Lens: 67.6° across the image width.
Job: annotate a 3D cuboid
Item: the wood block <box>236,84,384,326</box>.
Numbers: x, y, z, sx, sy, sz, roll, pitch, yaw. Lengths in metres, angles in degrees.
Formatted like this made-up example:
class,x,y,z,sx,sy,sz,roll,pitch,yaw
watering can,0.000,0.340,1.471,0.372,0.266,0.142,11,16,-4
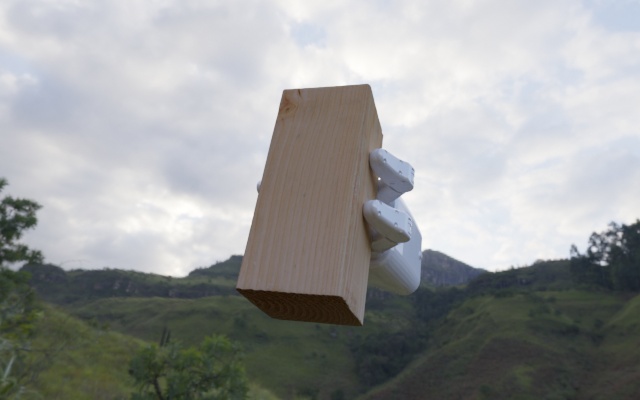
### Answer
class,x,y,z,sx,sy,sz,roll,pitch,yaw
wood block,0.000,0.002,0.448,0.091,0.206,0.090,0,-29,18
